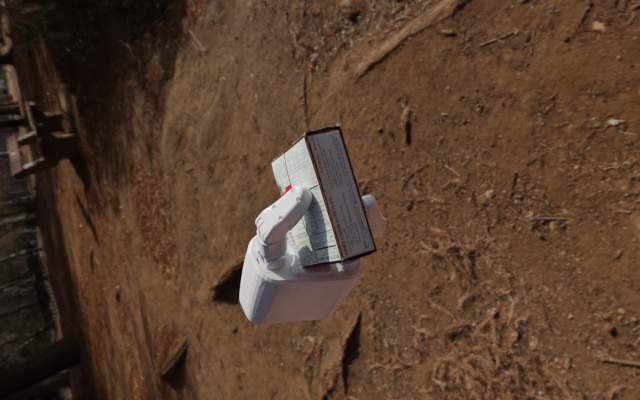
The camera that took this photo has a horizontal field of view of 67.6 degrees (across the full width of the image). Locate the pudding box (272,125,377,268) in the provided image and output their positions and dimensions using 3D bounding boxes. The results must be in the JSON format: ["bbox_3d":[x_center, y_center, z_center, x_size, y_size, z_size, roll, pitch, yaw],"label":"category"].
[{"bbox_3d":[0.000,0.001,0.427,0.039,0.113,0.090,-16,-3,-27],"label":"pudding box"}]
